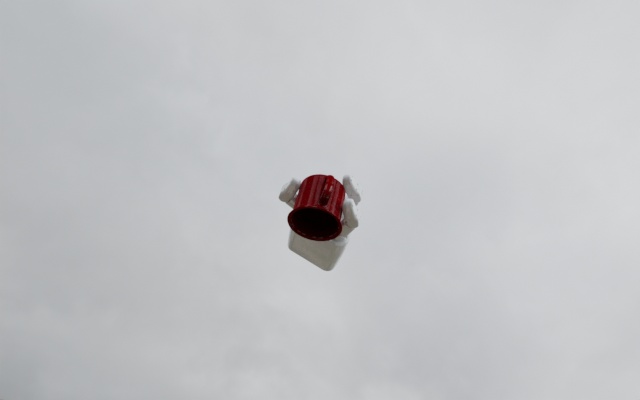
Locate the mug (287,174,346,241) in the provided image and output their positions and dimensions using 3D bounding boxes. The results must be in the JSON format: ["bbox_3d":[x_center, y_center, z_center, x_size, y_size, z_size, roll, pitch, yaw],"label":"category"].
[{"bbox_3d":[0.000,0.002,0.801,0.093,0.081,0.117,16,-39,-3],"label":"mug"}]
